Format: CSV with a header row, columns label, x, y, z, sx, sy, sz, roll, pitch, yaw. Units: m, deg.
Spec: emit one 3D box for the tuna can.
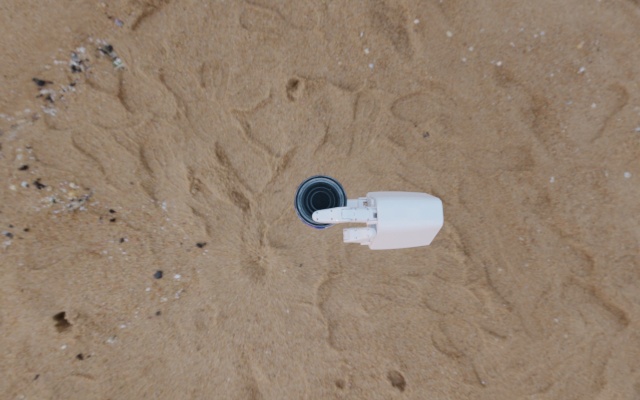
label,x,y,z,sx,sy,sz,roll,pitch,yaw
tuna can,0.000,0.002,0.769,0.086,0.086,0.034,0,-6,-1
